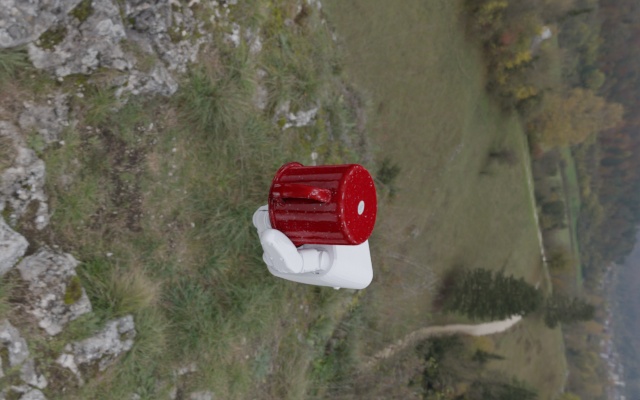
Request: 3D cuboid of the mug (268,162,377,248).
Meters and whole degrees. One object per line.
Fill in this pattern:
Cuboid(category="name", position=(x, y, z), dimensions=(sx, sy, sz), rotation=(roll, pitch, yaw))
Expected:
Cuboid(category="mug", position=(0.000, 0.001, 0.479), dimensions=(0.081, 0.093, 0.117), rotation=(0, -15, 32))
